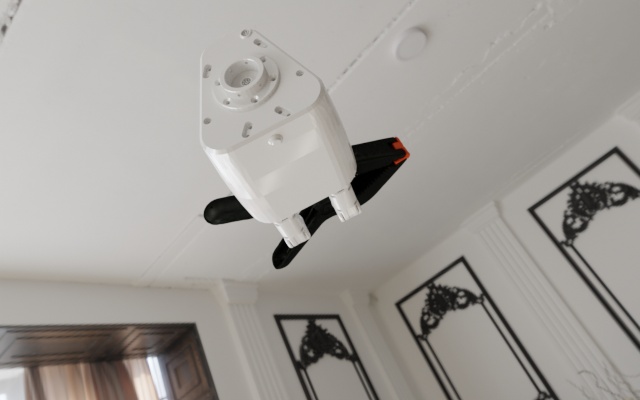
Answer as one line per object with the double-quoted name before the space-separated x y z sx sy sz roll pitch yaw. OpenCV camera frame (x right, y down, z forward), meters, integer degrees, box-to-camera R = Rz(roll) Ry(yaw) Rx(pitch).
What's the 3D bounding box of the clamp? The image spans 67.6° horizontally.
"clamp" 0.000 0.001 0.518 0.210 0.036 0.165 -28 -31 0
